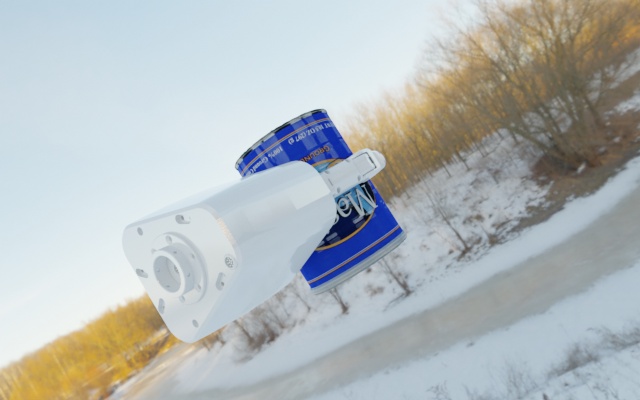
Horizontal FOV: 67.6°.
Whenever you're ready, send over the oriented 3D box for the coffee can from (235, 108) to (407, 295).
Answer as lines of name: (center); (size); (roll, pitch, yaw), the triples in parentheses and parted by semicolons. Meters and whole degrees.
coffee can: (0.000, 0.002, 0.447); (0.103, 0.140, 0.103); (-32, -4, -2)
